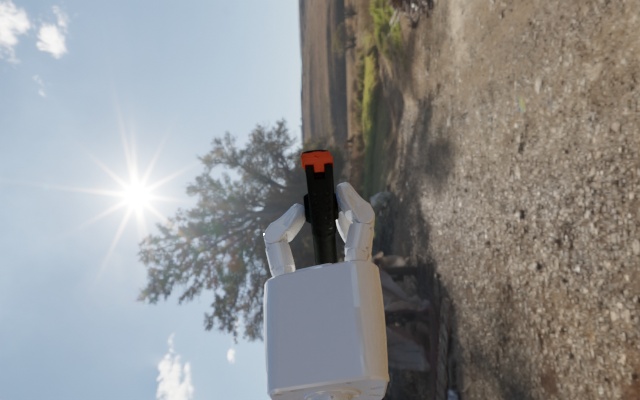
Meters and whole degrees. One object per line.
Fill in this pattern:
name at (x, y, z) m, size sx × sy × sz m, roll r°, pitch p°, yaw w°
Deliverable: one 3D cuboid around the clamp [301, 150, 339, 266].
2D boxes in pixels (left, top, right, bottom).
clamp at (-0.001, 0.002, 0.526) m, size 0.036 × 0.164 × 0.210 m, roll -6°, pitch -35°, yaw -1°
